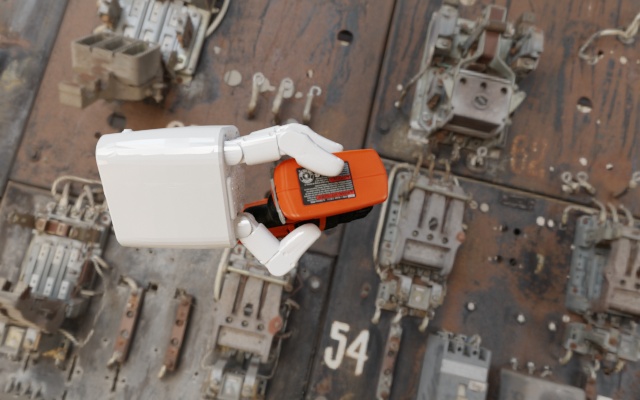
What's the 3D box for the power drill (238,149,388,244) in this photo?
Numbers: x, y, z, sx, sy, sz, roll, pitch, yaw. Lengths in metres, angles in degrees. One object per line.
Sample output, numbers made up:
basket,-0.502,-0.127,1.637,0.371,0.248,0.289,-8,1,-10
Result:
power drill,0.000,0.002,0.512,0.184,0.057,0.188,-12,-10,-20
